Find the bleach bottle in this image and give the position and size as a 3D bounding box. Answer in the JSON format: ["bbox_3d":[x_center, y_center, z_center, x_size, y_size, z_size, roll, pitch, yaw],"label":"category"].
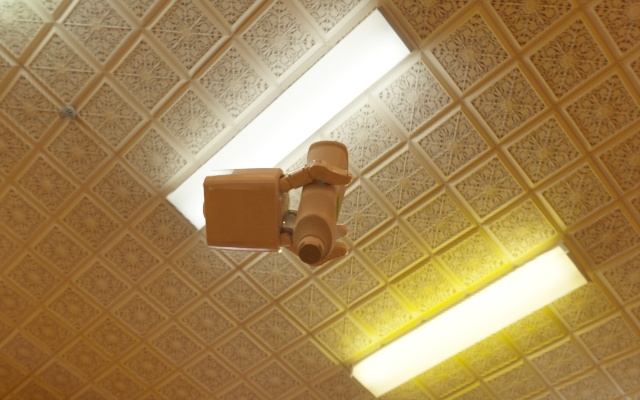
[{"bbox_3d":[0.000,0.002,0.678,0.068,0.103,0.250,2,26,6],"label":"bleach bottle"}]
